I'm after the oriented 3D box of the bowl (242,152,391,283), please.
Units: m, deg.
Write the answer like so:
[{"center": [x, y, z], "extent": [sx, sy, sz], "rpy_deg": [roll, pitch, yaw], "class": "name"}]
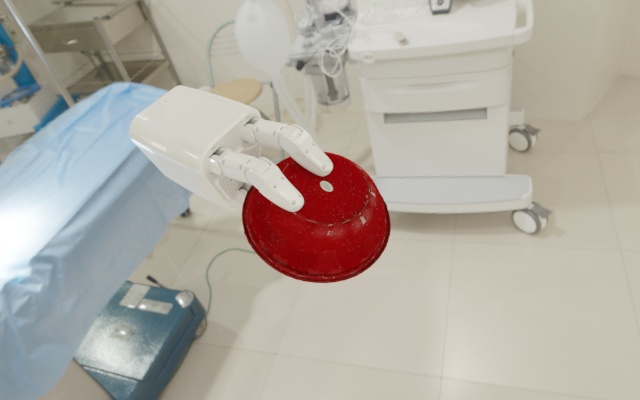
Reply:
[{"center": [0.001, 0.002, 0.495], "extent": [0.162, 0.162, 0.055], "rpy_deg": [0, -36, -10], "class": "bowl"}]
